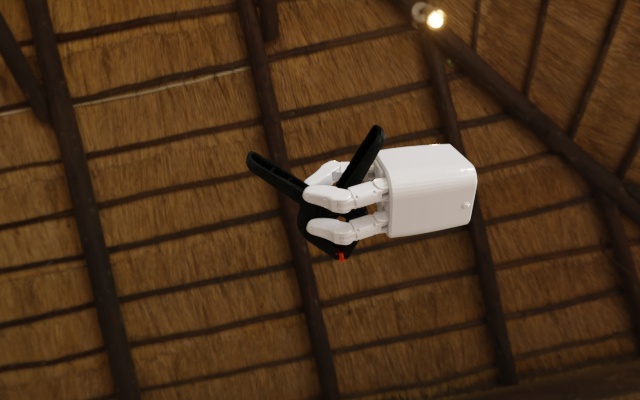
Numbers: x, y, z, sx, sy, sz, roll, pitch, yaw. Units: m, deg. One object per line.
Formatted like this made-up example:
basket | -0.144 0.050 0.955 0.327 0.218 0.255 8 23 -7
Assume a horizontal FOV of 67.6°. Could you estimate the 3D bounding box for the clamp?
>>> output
clamp | 0.000 0.002 0.614 0.164 0.210 0.036 -6 42 0
